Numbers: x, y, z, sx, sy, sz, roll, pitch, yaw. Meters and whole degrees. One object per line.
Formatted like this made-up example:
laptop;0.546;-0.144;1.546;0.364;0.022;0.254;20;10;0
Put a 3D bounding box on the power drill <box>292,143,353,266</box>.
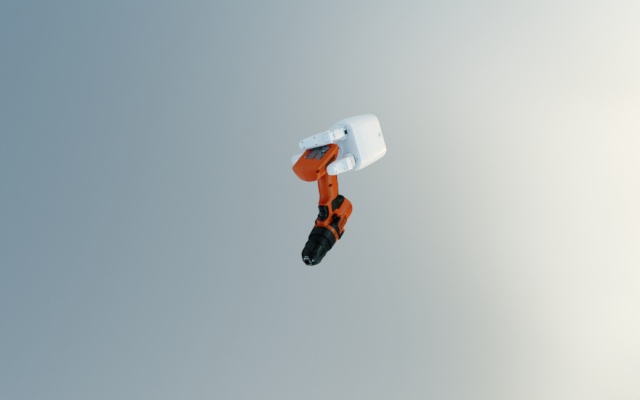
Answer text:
power drill;0.000;0.002;0.880;0.057;0.188;0.184;6;37;23
